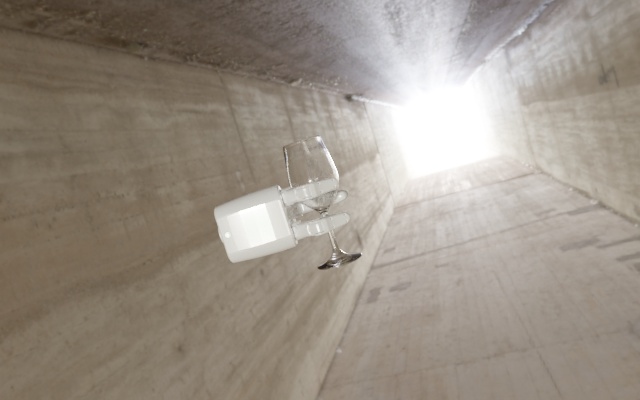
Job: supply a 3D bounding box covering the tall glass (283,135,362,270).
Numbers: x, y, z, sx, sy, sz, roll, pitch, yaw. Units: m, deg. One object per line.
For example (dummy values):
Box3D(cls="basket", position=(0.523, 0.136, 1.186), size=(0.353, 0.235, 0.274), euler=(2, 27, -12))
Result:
Box3D(cls="tall glass", position=(0.000, 0.003, 0.752), size=(0.079, 0.201, 0.079), euler=(-17, 4, 1))
